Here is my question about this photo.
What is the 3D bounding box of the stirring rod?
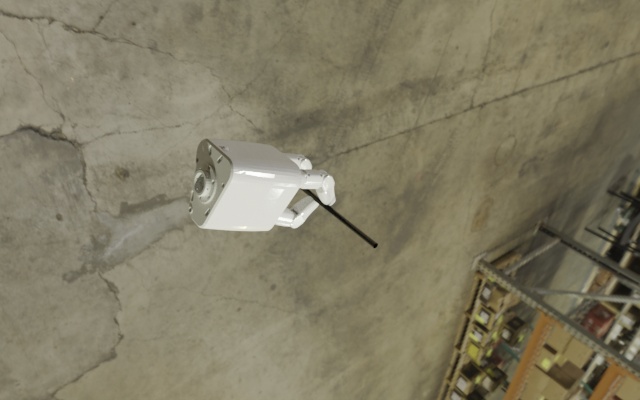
[{"bbox_3d":[0.000,0.002,0.699,0.011,0.011,0.239,0,28,-43],"label":"stirring rod"}]
